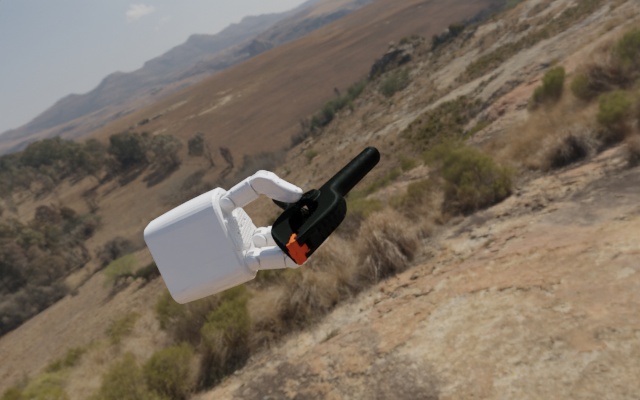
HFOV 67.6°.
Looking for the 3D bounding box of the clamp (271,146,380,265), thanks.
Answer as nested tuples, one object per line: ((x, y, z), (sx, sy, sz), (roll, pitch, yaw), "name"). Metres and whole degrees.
((-0.001, 0.002, 0.572), (0.164, 0.036, 0.210), (-26, 20, 14), "clamp")
